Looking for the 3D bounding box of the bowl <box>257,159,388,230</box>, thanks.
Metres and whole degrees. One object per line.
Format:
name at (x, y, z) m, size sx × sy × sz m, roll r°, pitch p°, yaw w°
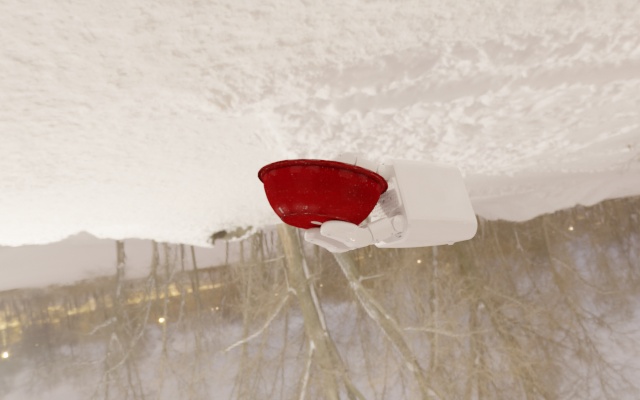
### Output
bowl at (-0.001, 0.002, 0.583) m, size 0.162 × 0.055 × 0.162 m, roll 6°, pitch -15°, yaw 2°
